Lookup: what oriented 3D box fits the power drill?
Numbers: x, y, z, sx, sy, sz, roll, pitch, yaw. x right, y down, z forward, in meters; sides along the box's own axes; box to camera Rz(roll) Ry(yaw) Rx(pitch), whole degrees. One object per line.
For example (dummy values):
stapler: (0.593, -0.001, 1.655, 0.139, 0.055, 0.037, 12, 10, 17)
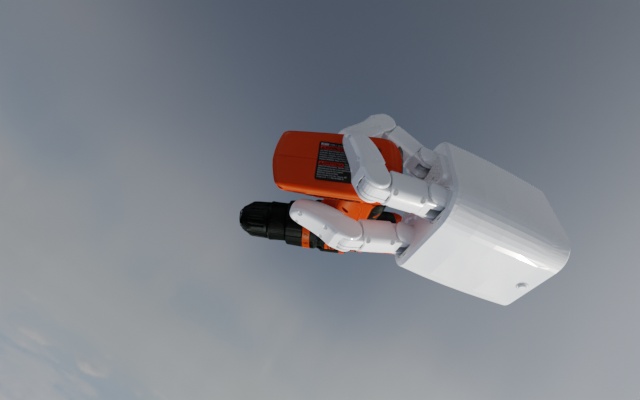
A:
power drill: (0.000, 0.001, 0.466, 0.184, 0.057, 0.188, 4, -21, 3)
